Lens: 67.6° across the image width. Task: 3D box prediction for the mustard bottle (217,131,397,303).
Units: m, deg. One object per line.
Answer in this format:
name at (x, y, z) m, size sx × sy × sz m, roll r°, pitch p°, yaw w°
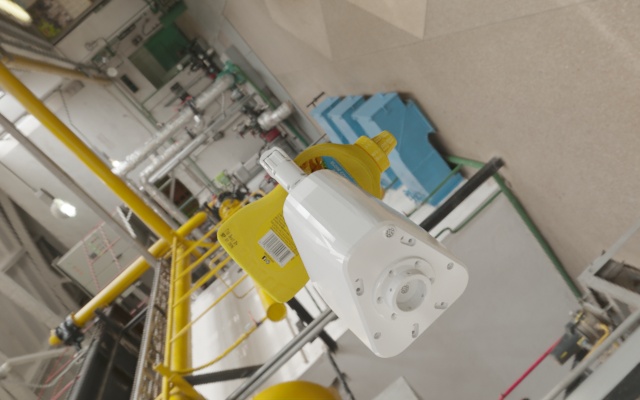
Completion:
mustard bottle at (0.000, 0.002, 0.464) m, size 0.191 × 0.096 × 0.058 m, roll -43°, pitch 8°, yaw -4°
